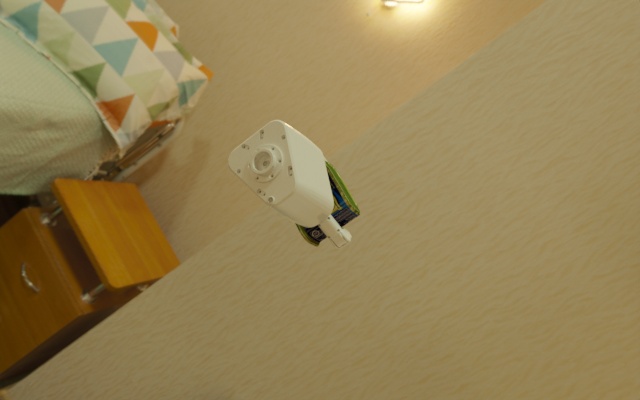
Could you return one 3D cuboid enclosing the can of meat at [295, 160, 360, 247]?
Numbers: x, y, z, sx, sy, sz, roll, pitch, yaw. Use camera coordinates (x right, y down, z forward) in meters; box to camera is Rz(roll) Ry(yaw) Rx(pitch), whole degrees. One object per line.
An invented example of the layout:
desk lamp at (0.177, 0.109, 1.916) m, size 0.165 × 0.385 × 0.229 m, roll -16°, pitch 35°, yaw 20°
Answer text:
can of meat at (0.000, 0.002, 0.707) m, size 0.084 × 0.102 × 0.057 m, roll -35°, pitch -28°, yaw 12°
